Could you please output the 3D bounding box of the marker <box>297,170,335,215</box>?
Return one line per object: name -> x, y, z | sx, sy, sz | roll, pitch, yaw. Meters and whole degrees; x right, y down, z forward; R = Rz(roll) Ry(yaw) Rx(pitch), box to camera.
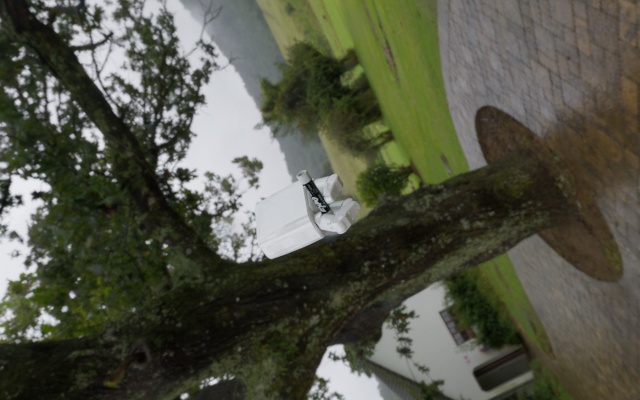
marker -> 0.000, 0.003, 0.775 | 0.020, 0.121, 0.020 | -26, 28, 15
